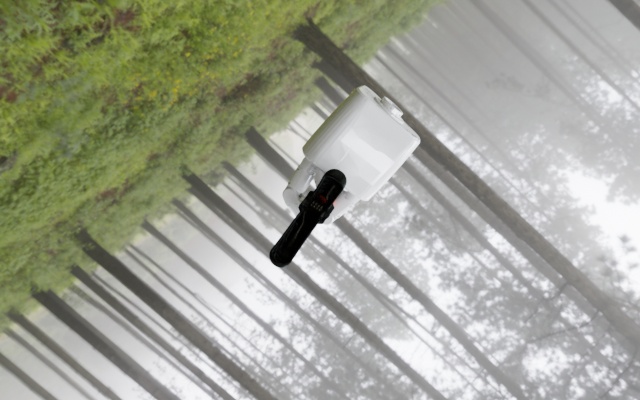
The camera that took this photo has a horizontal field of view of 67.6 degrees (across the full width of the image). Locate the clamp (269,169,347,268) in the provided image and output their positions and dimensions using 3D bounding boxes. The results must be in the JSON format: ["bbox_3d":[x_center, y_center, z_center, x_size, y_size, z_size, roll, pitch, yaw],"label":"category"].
[{"bbox_3d":[0.001,0.002,0.552,0.039,0.120,0.171,40,20,-3],"label":"clamp"}]
